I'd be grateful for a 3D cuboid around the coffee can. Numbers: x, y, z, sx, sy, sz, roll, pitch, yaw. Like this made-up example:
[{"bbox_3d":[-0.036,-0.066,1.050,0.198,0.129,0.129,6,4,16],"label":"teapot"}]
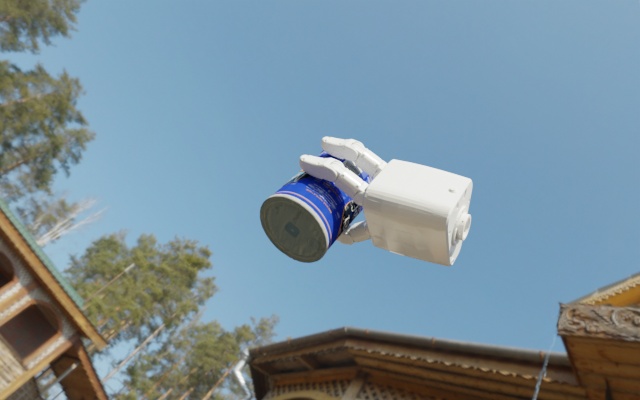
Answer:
[{"bbox_3d":[0.000,0.002,0.650,0.103,0.103,0.140,0,32,38],"label":"coffee can"}]
